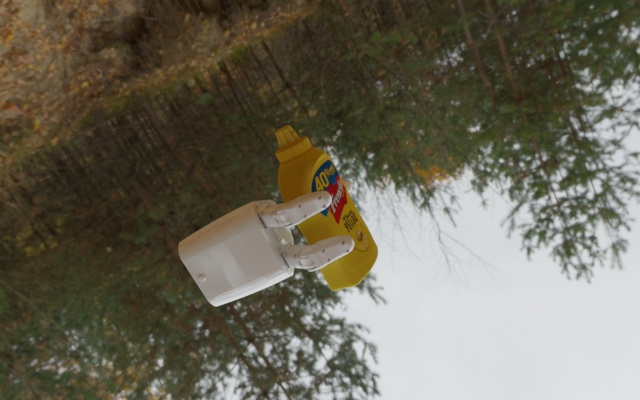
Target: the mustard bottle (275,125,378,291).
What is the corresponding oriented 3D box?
[{"bbox_3d":[0.001,0.002,0.556,0.058,0.192,0.096,-19,17,33],"label":"mustard bottle"}]
